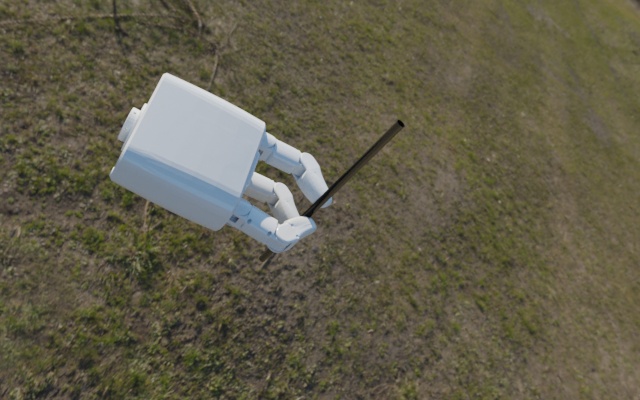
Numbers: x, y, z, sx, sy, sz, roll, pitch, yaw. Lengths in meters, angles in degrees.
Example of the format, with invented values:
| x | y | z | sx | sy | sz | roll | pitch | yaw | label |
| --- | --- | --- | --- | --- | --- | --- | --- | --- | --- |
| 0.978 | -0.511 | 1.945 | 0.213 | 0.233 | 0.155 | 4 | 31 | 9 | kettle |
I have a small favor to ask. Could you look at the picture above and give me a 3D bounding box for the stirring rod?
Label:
| x | y | z | sx | sy | sz | roll | pitch | yaw | label |
| --- | --- | --- | --- | --- | --- | --- | --- | --- | --- |
| 0.000 | 0.002 | 0.474 | 0.011 | 0.011 | 0.240 | 0 | -33 | -42 | stirring rod |
